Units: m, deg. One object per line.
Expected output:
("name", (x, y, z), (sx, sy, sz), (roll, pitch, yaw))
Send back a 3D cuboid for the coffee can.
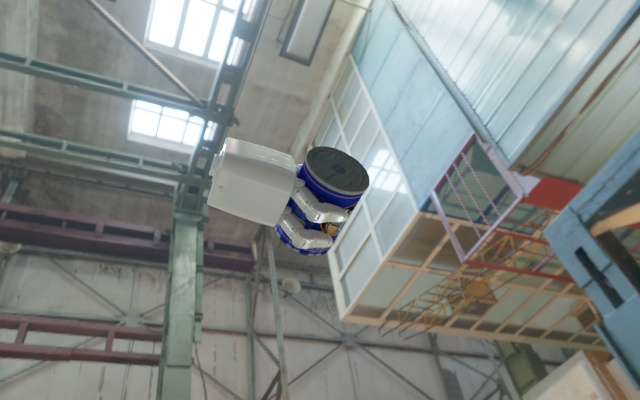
("coffee can", (0.000, 0.002, 0.739), (0.103, 0.140, 0.102), (18, 36, -14))
